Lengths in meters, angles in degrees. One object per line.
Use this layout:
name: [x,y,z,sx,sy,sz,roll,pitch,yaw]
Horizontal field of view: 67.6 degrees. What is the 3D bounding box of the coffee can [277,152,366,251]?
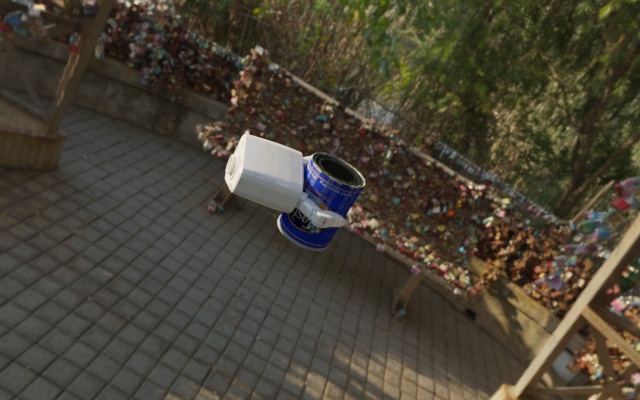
coffee can: [0.000,0.003,0.831,0.103,0.140,0.102,24,25,-12]
